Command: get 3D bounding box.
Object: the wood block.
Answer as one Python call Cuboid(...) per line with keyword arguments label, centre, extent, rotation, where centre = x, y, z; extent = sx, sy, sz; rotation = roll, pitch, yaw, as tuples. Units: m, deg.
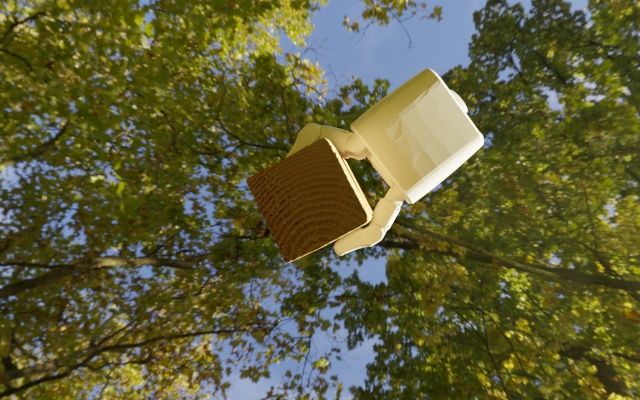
Cuboid(label="wood block", centre=(0.001, 0.002, 0.541), extent=(0.090, 0.091, 0.206), rotation=(-28, -5, 6))
